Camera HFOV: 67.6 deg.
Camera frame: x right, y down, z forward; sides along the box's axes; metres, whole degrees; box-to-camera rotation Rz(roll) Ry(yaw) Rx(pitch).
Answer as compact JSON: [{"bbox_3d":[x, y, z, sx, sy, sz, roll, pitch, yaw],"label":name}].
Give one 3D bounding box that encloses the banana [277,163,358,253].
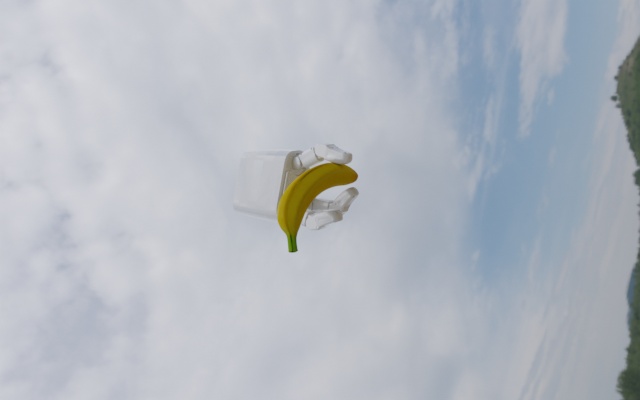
[{"bbox_3d":[-0.007,-0.012,0.670,0.037,0.070,0.197,1,33,36],"label":"banana"}]
